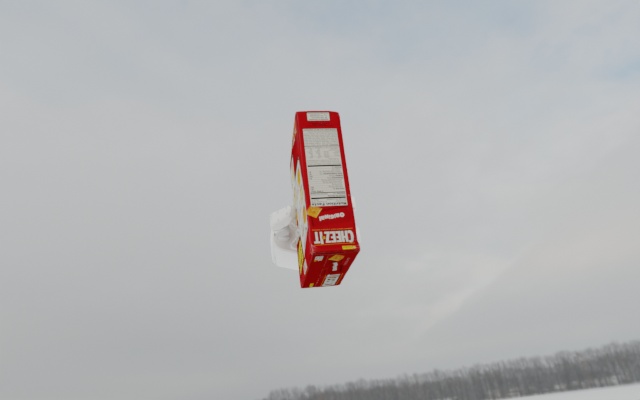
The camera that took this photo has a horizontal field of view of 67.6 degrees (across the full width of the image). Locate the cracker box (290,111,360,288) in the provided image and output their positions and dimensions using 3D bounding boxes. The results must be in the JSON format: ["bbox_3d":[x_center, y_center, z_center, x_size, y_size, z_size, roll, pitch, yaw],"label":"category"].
[{"bbox_3d":[0.000,0.002,0.699,0.072,0.213,0.164,-3,-24,-9],"label":"cracker box"}]
